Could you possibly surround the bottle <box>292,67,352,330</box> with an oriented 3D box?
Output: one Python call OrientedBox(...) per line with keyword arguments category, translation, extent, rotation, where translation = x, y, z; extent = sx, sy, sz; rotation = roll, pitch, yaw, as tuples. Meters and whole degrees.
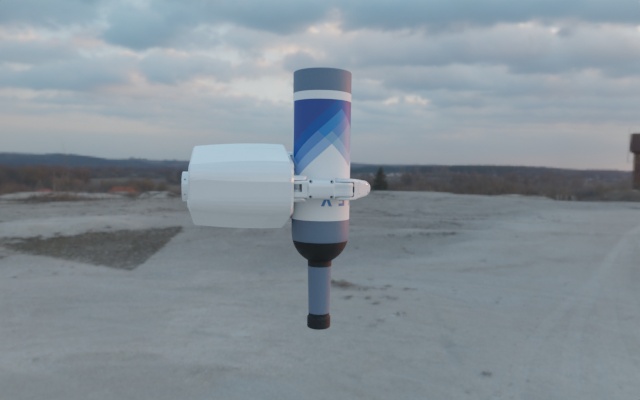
OrientedBox(category="bottle", translation=(0.000, 0.002, 0.554), extent=(0.069, 0.296, 0.069), rotation=(1, 4, 0))
